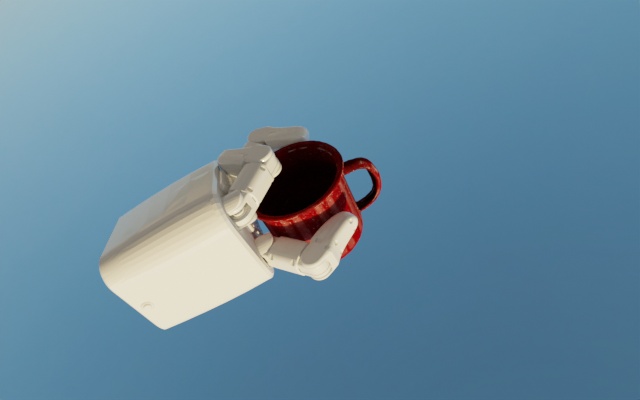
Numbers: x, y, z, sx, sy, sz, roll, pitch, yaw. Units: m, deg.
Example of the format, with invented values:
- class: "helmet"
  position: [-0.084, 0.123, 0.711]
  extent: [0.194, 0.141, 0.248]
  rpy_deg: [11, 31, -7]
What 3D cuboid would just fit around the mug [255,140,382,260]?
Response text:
- class: "mug"
  position: [0.001, 0.001, 0.432]
  extent: [0.117, 0.082, 0.093]
  rpy_deg: [-27, 43, 2]
